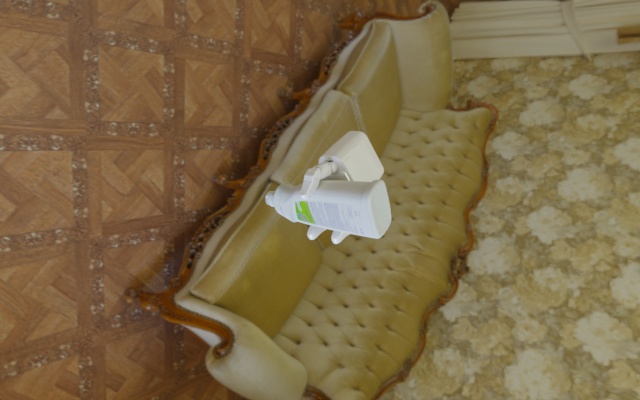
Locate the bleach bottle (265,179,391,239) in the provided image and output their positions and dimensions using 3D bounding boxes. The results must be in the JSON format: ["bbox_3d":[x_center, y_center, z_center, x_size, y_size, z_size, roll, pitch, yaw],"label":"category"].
[{"bbox_3d":[0.000,0.003,0.872,0.251,0.103,0.068,8,40,34],"label":"bleach bottle"}]
